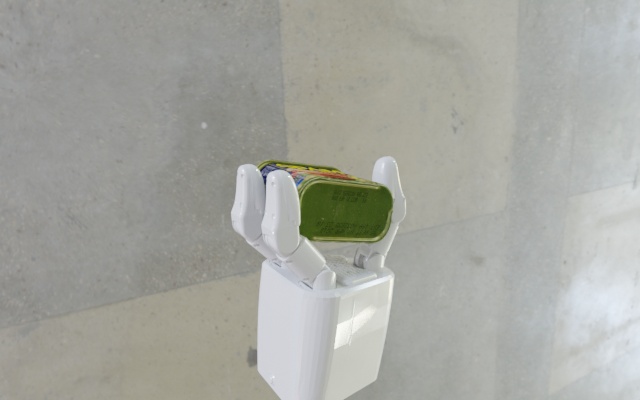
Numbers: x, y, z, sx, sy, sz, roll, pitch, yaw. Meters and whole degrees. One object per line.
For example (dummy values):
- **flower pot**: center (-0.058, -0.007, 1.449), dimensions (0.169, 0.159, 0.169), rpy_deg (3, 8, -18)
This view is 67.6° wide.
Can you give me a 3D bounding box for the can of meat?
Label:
- **can of meat**: center (0.000, 0.001, 0.413), dimensions (0.102, 0.057, 0.084), rpy_deg (4, 10, -32)
